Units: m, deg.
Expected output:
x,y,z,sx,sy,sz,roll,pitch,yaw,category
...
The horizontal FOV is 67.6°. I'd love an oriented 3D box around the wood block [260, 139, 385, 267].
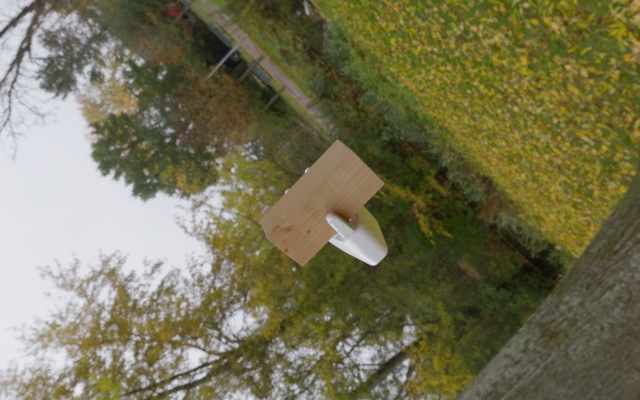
x,y,z,sx,sy,sz,roll,pitch,yaw,category
0.000,0.003,0.850,0.090,0.206,0.090,42,5,-27,wood block
